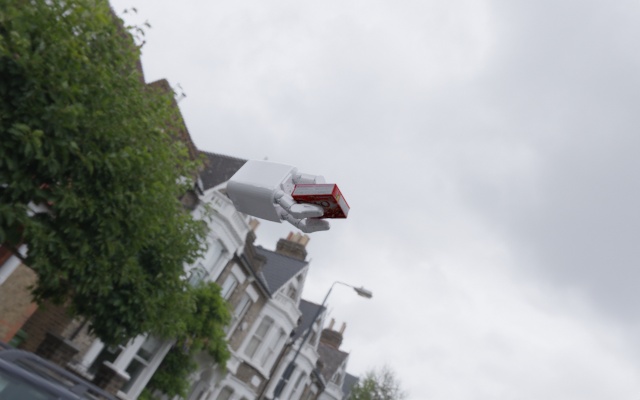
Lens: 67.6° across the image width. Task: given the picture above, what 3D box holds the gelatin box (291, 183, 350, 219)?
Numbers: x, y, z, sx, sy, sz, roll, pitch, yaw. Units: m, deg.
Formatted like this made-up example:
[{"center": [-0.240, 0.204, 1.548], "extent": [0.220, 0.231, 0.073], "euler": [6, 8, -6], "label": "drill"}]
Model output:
[{"center": [0.001, 0.003, 0.881], "extent": [0.089, 0.030, 0.073], "euler": [-1, -39, 29], "label": "gelatin box"}]
